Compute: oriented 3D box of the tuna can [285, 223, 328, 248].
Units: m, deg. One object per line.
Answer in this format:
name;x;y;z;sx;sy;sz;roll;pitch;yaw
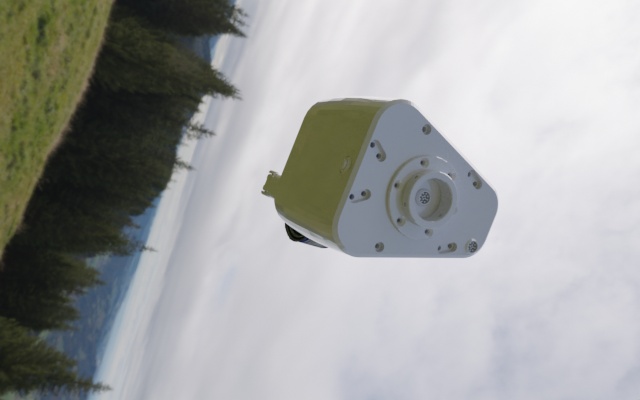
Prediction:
tuna can;0.001;0.002;0.454;0.034;0.086;0.086;18;-8;-26
